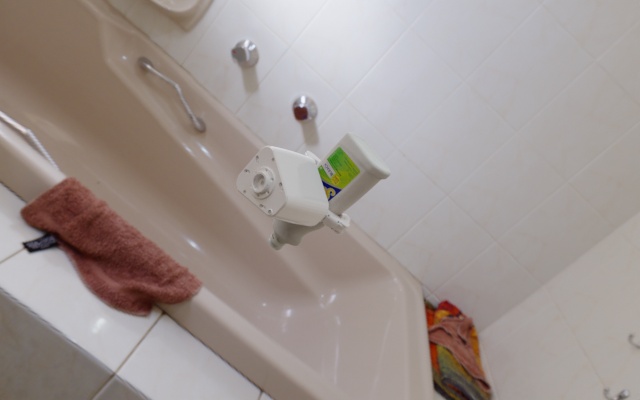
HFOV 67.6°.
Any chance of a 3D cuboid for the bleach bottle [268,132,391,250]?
[{"bbox_3d":[0.000,0.003,0.835,0.251,0.102,0.068,-46,-30,20],"label":"bleach bottle"}]
